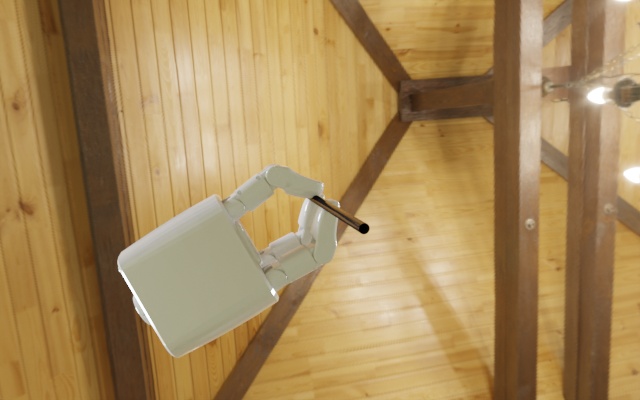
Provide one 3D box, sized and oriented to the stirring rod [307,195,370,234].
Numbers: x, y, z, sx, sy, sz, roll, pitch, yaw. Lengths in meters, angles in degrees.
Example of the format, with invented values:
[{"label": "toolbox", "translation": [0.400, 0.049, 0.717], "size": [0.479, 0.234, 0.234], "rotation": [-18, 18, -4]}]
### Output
[{"label": "stirring rod", "translation": [0.000, 0.001, 0.444], "size": [0.011, 0.011, 0.239], "rotation": [0, 9, -15]}]
